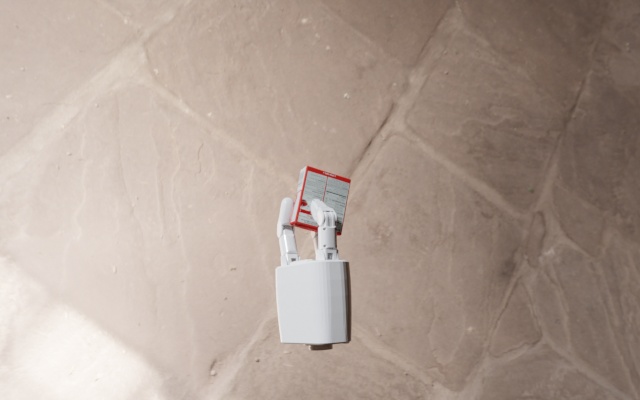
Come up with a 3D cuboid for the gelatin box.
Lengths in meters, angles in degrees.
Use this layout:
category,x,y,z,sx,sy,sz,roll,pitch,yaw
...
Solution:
category,x,y,z,sx,sy,sz,roll,pitch,yaw
gelatin box,0.000,0.002,0.697,0.073,0.089,0.030,16,-14,-19
